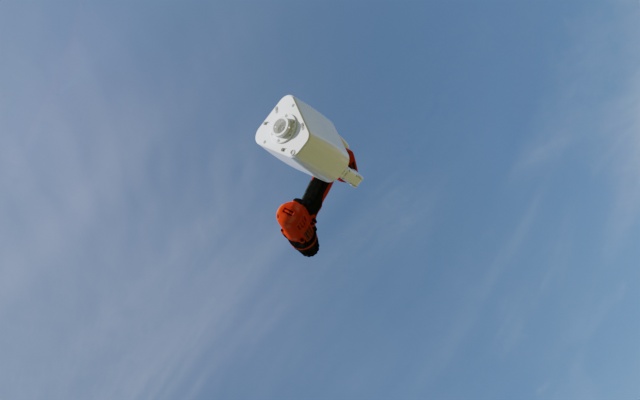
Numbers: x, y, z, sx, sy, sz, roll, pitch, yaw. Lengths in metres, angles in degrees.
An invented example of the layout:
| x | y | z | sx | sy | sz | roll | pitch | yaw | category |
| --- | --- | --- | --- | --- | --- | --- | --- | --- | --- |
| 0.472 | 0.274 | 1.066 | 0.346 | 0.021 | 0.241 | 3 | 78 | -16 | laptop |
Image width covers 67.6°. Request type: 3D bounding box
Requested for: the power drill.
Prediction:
| x | y | z | sx | sy | sz | roll | pitch | yaw | category |
| --- | --- | --- | --- | --- | --- | --- | --- | --- | --- |
| 0.000 | 0.002 | 0.861 | 0.057 | 0.187 | 0.184 | 24 | -18 | 19 | power drill |
